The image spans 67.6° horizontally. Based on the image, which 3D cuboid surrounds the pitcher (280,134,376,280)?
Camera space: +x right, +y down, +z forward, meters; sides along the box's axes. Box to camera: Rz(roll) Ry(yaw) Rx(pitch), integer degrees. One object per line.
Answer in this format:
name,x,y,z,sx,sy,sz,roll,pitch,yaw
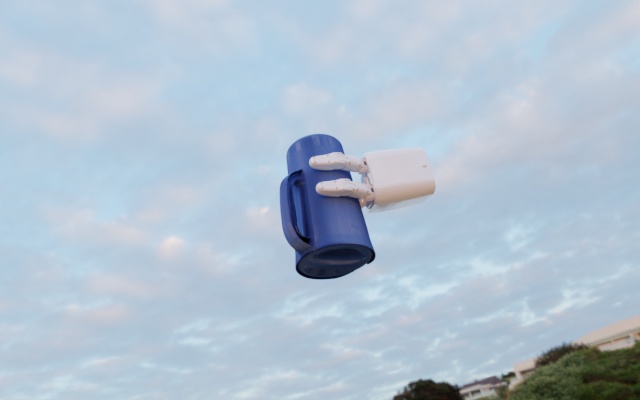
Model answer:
pitcher,0.000,0.003,0.828,0.145,0.242,0.149,-8,-31,-5
